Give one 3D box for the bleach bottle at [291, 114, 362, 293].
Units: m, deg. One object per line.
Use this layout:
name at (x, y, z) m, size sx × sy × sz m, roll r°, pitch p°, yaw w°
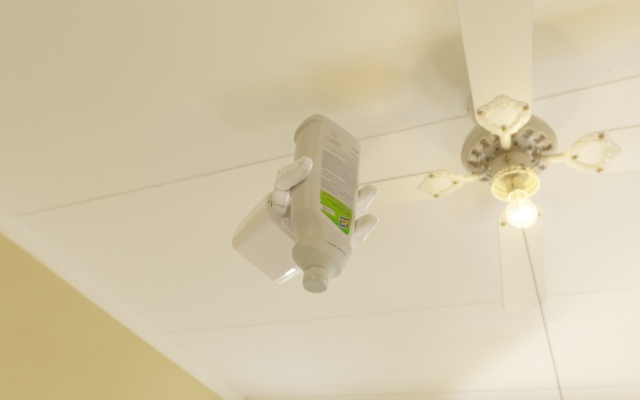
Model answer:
bleach bottle at (0.000, 0.002, 0.624) m, size 0.102 × 0.250 × 0.068 m, roll 30°, pitch -46°, yaw -23°
